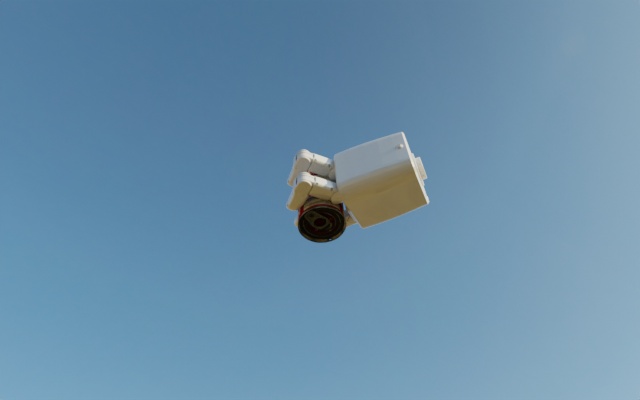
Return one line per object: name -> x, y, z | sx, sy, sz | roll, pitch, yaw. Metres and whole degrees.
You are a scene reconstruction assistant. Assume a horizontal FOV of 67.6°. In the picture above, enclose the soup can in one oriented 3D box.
soup can -> 0.000, 0.002, 0.699 | 0.068, 0.069, 0.102 | 0, 40, -3
